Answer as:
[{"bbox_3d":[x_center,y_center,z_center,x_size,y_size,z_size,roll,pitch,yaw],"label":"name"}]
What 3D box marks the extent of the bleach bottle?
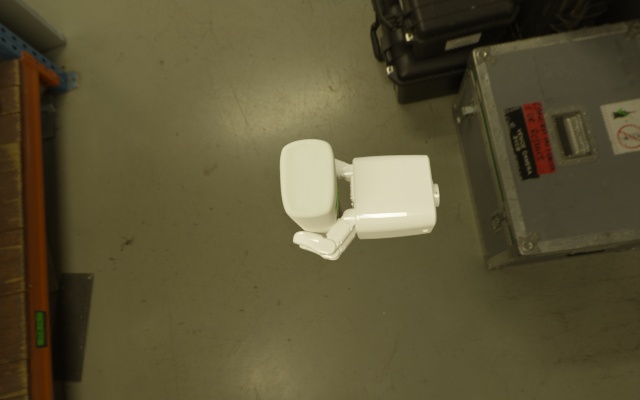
[{"bbox_3d":[0.000,0.002,0.691,0.068,0.102,0.251,-4,-14,7],"label":"bleach bottle"}]
